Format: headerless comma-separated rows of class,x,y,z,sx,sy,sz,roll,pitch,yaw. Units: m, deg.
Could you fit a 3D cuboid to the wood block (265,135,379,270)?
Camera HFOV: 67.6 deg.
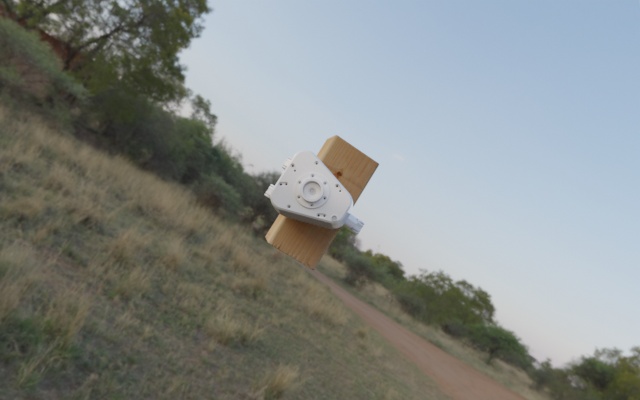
wood block,0.001,0.003,0.814,0.091,0.206,0.090,33,-4,-9
